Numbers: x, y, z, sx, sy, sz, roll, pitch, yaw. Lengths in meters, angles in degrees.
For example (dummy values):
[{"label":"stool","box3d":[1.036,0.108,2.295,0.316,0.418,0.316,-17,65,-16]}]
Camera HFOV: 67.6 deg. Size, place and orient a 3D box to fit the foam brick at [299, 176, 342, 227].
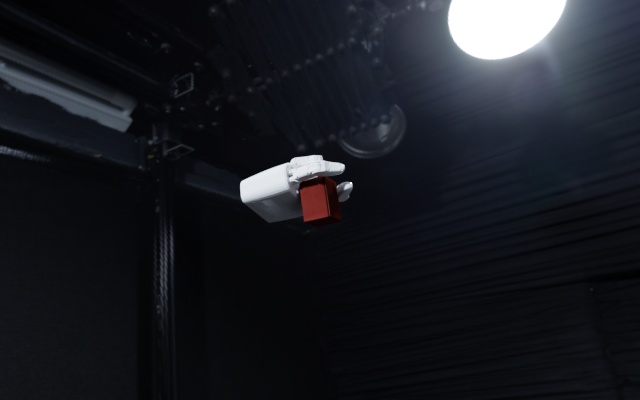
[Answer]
[{"label":"foam brick","box3d":[0.000,0.003,0.856,0.051,0.078,0.053,-16,-20,23]}]
